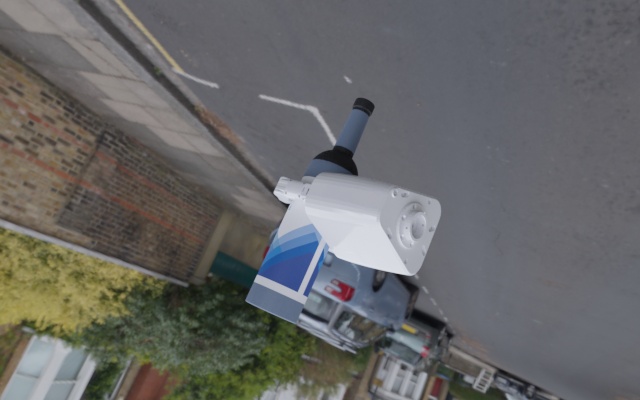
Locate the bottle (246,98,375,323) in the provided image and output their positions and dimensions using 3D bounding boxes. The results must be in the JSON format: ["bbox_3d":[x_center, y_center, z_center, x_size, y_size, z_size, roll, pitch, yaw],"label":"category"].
[{"bbox_3d":[0.000,0.002,0.599,0.069,0.295,0.069,23,-13,6],"label":"bottle"}]
